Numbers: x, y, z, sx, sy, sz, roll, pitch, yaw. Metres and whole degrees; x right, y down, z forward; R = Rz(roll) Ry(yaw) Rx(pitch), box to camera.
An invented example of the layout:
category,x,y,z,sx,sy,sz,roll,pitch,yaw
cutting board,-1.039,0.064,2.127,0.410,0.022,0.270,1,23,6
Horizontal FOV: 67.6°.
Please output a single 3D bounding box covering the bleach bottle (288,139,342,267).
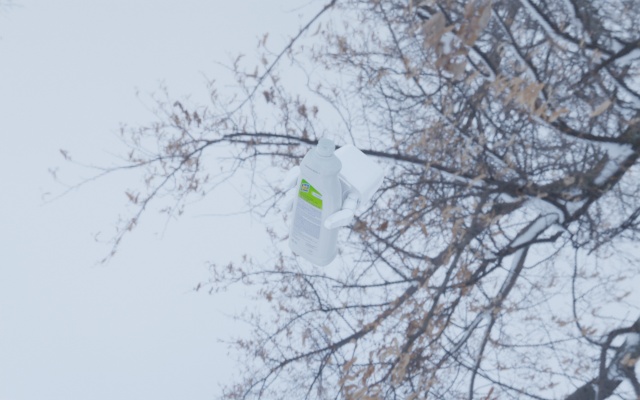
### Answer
category,x,y,z,sx,sy,sz,roll,pitch,yaw
bleach bottle,0.000,0.003,0.885,0.102,0.251,0.068,27,41,20
